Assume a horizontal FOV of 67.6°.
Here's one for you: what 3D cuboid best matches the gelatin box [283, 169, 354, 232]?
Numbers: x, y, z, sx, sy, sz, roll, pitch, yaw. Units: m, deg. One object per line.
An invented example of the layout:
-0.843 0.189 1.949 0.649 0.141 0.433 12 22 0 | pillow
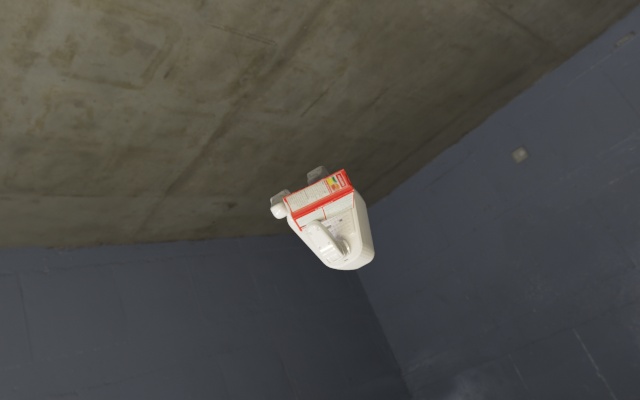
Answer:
0.000 0.002 0.544 0.073 0.030 0.089 -25 -13 -2 | gelatin box
